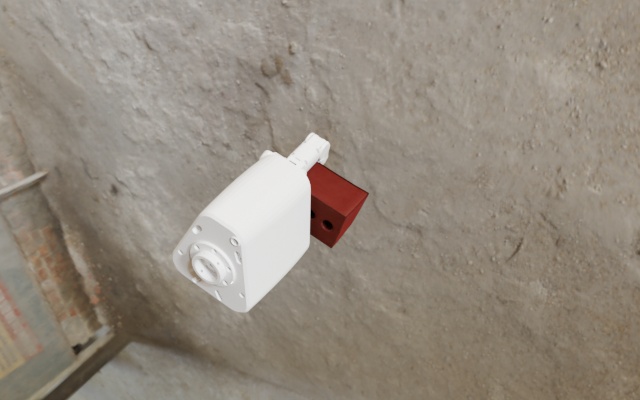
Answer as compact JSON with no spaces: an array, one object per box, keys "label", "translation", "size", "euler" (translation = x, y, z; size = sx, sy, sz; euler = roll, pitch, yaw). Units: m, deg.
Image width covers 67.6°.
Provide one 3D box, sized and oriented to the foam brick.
[{"label":"foam brick","translation":[0.000,0.002,0.506],"size":[0.078,0.053,0.051],"euler":[32,43,10]}]
